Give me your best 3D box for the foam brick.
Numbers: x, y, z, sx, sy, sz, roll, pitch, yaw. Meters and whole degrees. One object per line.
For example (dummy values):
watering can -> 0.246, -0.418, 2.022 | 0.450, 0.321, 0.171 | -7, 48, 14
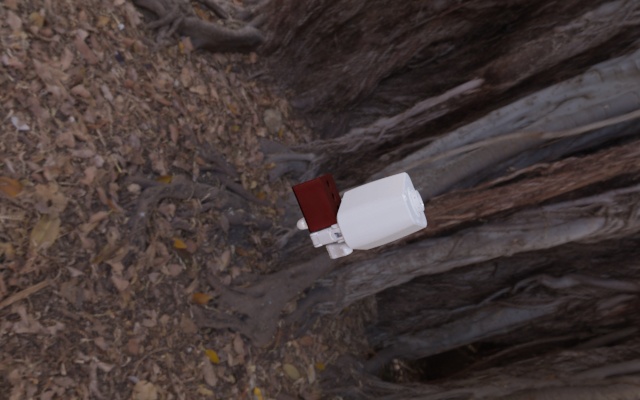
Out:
foam brick -> 0.000, 0.002, 0.747 | 0.051, 0.078, 0.053 | -21, 3, 24
